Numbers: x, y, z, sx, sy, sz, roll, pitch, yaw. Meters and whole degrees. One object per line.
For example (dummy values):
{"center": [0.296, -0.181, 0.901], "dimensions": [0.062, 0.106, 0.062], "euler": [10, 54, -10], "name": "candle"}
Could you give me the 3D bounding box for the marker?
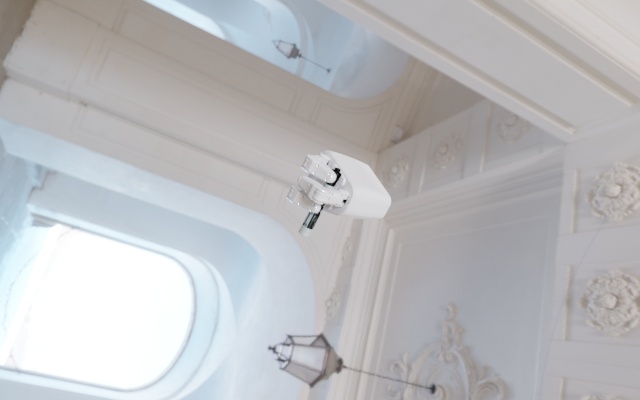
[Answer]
{"center": [0.000, 0.002, 0.747], "dimensions": [0.020, 0.121, 0.020], "euler": [25, 16, -8], "name": "marker"}
